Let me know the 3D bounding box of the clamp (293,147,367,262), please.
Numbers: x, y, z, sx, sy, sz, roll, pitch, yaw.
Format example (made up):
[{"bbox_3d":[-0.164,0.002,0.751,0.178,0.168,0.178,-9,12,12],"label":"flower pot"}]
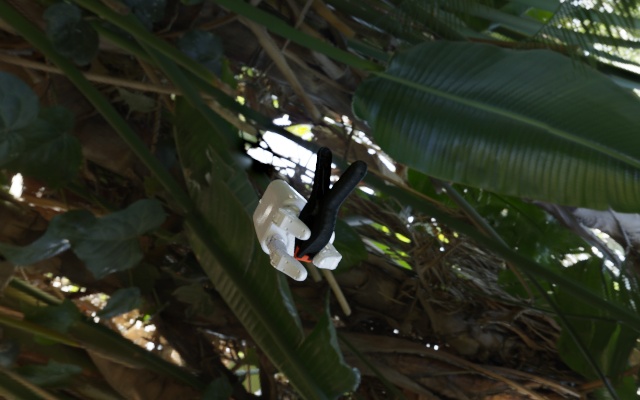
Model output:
[{"bbox_3d":[0.001,0.003,0.691,0.039,0.171,0.120,23,13,-25],"label":"clamp"}]
